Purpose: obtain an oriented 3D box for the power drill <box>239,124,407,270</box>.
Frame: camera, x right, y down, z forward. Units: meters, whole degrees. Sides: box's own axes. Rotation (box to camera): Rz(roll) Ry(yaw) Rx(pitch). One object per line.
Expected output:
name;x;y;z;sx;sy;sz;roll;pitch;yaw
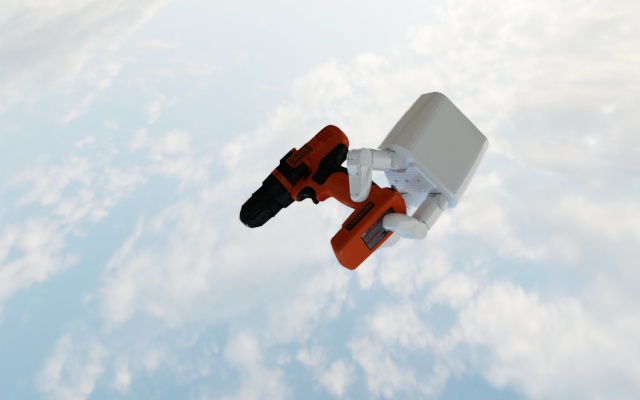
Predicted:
power drill;0.001;0.002;0.601;0.187;0.184;0.057;42;-5;40
